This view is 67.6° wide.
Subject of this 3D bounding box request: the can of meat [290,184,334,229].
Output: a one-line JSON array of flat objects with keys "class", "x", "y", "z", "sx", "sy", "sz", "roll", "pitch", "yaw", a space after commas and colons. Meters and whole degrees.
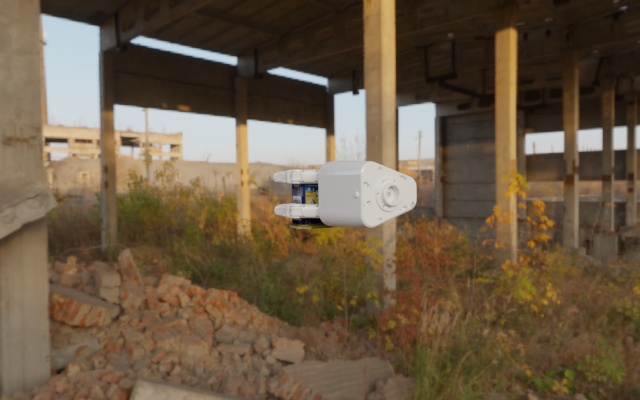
[{"class": "can of meat", "x": 0.000, "y": 0.002, "z": 0.803, "sx": 0.102, "sy": 0.084, "sz": 0.057, "roll": -2, "pitch": 3, "yaw": -29}]
